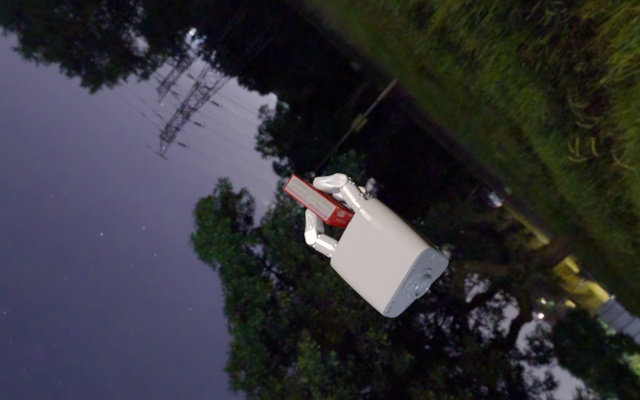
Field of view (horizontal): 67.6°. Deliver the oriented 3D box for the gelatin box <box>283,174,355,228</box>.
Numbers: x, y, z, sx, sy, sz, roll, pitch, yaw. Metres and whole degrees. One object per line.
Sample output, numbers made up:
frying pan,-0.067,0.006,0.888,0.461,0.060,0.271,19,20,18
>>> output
gelatin box,0.000,0.002,0.684,0.089,0.030,0.073,36,6,24
